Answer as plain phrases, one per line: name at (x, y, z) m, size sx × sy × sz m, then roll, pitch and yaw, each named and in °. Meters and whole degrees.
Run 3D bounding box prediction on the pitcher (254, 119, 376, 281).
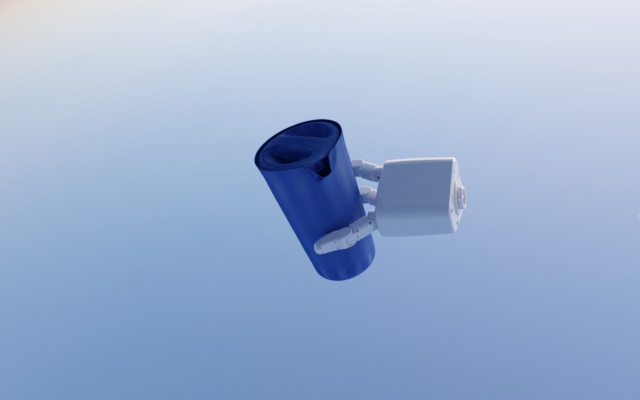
pitcher at (0.000, 0.002, 0.746) m, size 0.145 × 0.243 × 0.149 m, roll -5°, pitch 37°, yaw 24°
